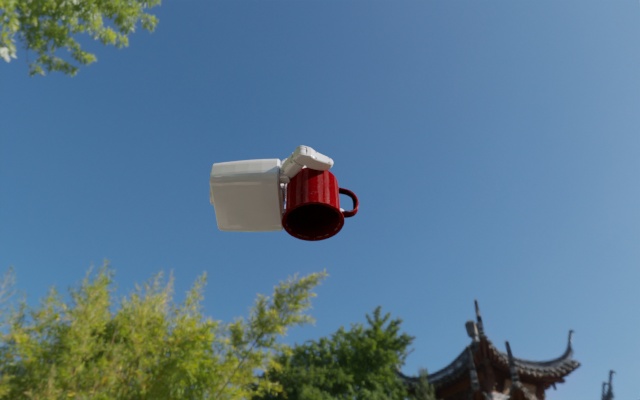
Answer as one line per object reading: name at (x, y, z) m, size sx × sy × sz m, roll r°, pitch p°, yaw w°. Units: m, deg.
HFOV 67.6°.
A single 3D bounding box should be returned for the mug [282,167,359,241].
mug at (0.002, 0.002, 0.733) m, size 0.117 × 0.081 × 0.093 m, roll -2°, pitch -41°, yaw 0°
